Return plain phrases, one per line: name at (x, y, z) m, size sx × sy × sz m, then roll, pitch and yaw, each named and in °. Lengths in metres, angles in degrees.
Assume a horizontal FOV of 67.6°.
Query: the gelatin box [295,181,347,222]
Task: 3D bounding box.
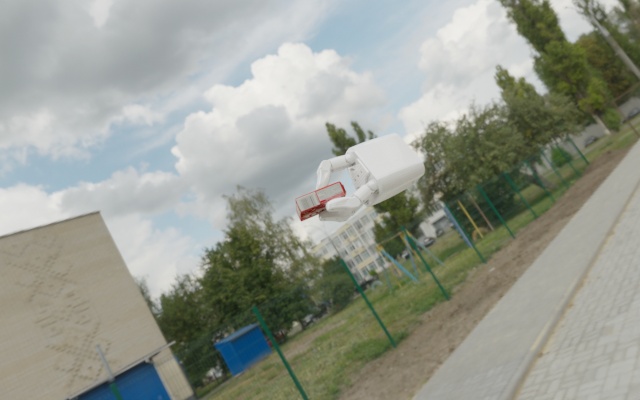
gelatin box at (0.000, 0.003, 0.863) m, size 0.089 × 0.030 × 0.073 m, roll -22°, pitch -13°, yaw -8°
